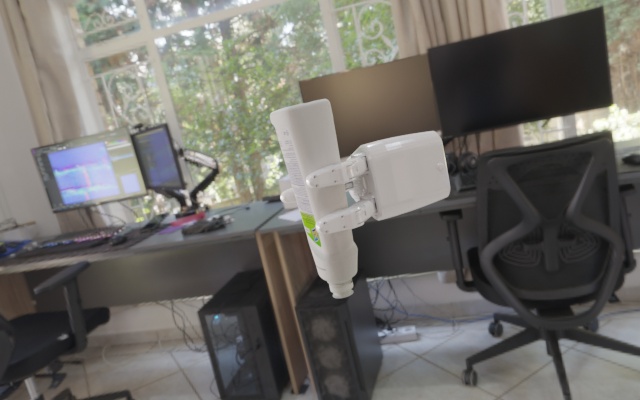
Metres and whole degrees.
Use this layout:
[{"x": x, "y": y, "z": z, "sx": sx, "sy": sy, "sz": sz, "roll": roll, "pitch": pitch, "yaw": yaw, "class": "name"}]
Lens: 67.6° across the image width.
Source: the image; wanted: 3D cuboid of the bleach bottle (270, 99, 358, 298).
[{"x": 0.000, "y": 0.002, "z": 0.615, "sx": 0.068, "sy": 0.251, "sz": 0.102, "roll": -15, "pitch": 11, "yaw": -14, "class": "bleach bottle"}]
